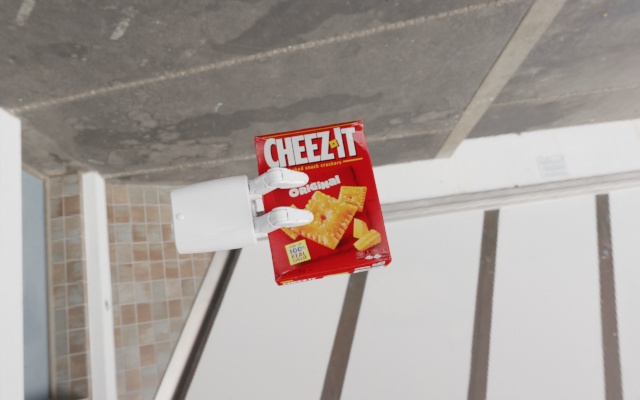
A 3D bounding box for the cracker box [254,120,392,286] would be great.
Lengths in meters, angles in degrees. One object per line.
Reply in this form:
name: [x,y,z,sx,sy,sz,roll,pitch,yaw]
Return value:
cracker box: [0.000,0.002,0.690,0.164,0.213,0.072,-9,-15,-4]
